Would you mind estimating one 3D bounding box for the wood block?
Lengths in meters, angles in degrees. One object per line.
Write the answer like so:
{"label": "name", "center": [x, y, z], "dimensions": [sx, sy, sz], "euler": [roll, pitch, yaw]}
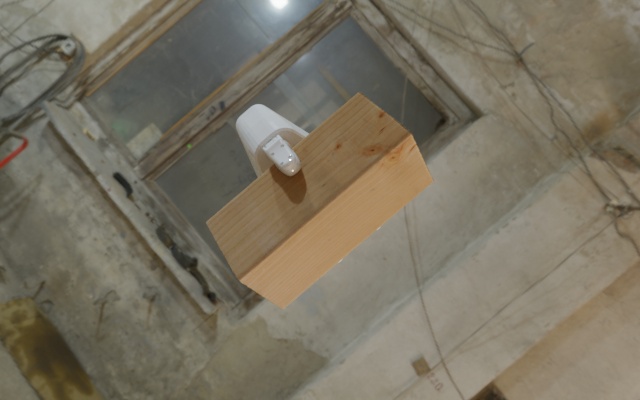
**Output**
{"label": "wood block", "center": [0.000, 0.001, 0.490], "dimensions": [0.090, 0.206, 0.091], "euler": [50, 1, 40]}
